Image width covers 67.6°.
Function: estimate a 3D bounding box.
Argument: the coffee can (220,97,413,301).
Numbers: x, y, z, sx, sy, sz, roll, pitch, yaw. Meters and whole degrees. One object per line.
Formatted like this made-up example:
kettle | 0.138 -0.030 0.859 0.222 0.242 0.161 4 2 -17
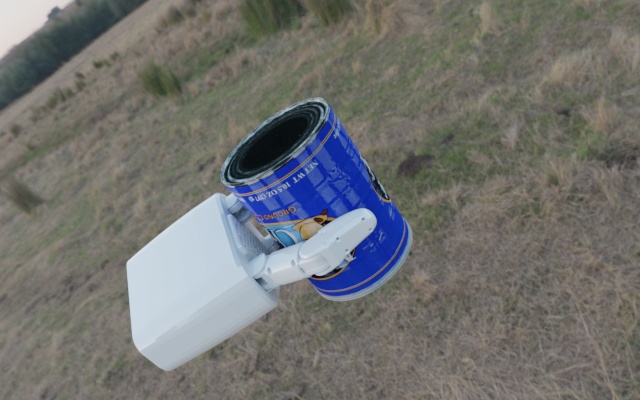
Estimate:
coffee can | 0.000 0.001 0.402 0.103 0.140 0.102 -28 29 17
